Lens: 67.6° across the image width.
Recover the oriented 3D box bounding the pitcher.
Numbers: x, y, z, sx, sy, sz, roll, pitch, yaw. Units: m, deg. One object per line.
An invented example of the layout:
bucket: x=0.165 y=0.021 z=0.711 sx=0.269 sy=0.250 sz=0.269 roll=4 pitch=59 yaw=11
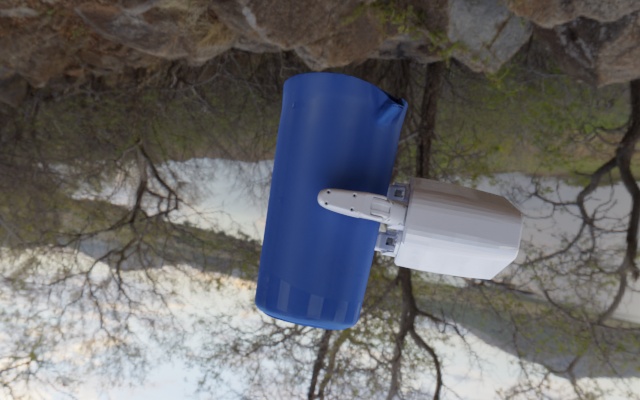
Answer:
pitcher: x=0.000 y=0.002 z=0.506 sx=0.145 sy=0.243 sz=0.149 roll=10 pitch=-6 yaw=8
